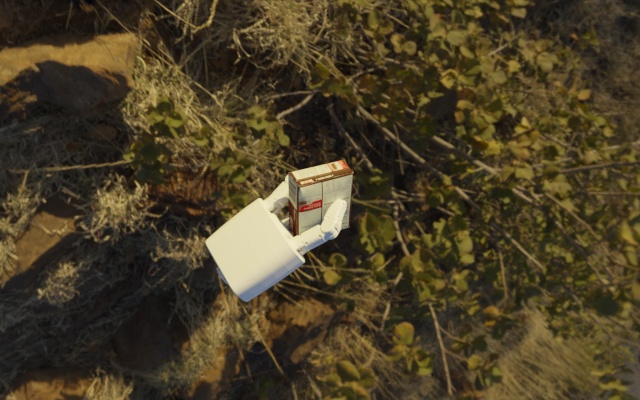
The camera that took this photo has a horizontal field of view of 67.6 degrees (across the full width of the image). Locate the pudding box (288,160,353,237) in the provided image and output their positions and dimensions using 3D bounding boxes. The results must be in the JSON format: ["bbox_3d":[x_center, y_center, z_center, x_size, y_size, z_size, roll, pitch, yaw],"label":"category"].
[{"bbox_3d":[0.000,0.002,0.711,0.090,0.114,0.039,-15,44,-20],"label":"pudding box"}]
